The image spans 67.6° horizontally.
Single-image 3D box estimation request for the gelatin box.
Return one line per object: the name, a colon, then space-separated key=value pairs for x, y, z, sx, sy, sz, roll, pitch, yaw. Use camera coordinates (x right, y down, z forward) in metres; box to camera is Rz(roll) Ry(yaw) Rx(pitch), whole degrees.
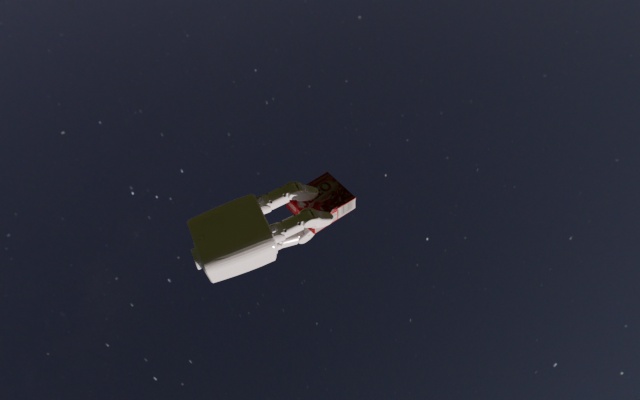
gelatin box: x=0.000 y=0.003 z=0.762 sx=0.089 sy=0.030 sz=0.073 roll=-31 pitch=56 yaw=-23
